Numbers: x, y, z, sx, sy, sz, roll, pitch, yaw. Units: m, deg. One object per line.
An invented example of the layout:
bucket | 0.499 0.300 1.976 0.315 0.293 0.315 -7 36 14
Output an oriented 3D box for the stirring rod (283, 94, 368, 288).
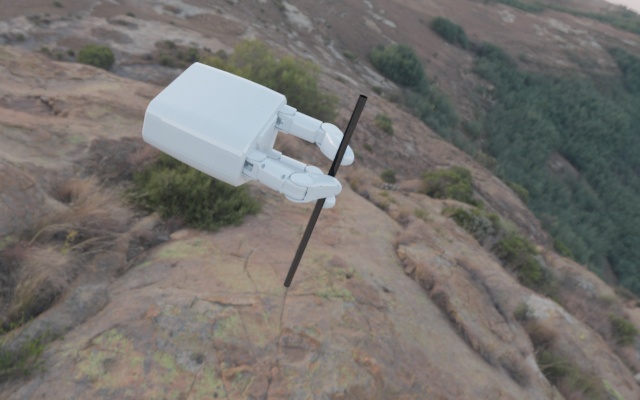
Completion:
stirring rod | 0.000 0.002 0.497 0.011 0.240 0.011 16 30 -10
